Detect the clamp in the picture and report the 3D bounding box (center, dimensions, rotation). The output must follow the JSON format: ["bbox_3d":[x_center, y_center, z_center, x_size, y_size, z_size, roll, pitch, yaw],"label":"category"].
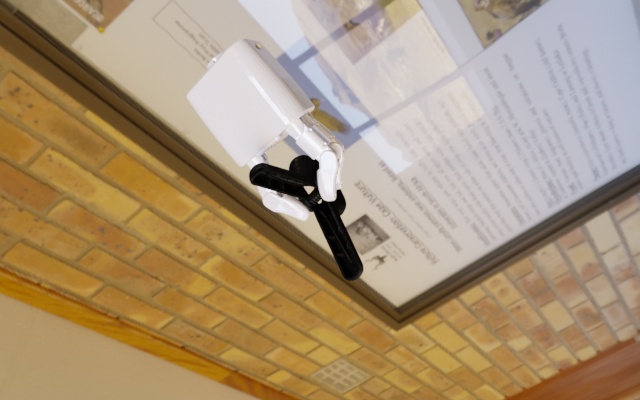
[{"bbox_3d":[-0.001,0.002,0.585,0.036,0.164,0.210,-39,6,17],"label":"clamp"}]
